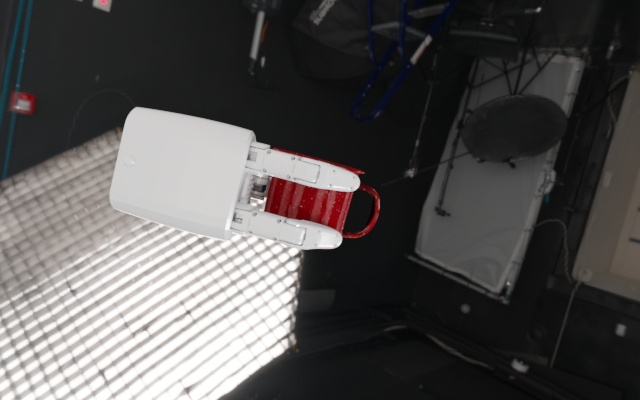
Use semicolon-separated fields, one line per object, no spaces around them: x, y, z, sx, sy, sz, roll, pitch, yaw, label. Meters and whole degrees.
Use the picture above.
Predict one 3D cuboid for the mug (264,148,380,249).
0.001;0.002;0.475;0.117;0.081;0.093;15;5;1;mug
